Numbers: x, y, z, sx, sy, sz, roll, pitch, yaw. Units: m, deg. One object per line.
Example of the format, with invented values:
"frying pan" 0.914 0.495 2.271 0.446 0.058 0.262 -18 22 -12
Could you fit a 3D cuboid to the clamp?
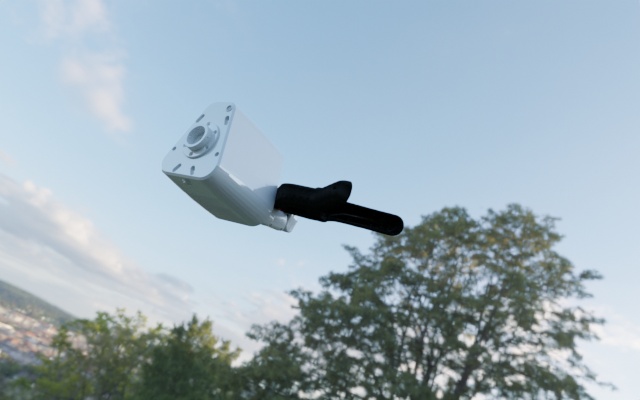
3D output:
"clamp" 0.000 0.001 0.554 0.171 0.039 0.120 6 -24 33
